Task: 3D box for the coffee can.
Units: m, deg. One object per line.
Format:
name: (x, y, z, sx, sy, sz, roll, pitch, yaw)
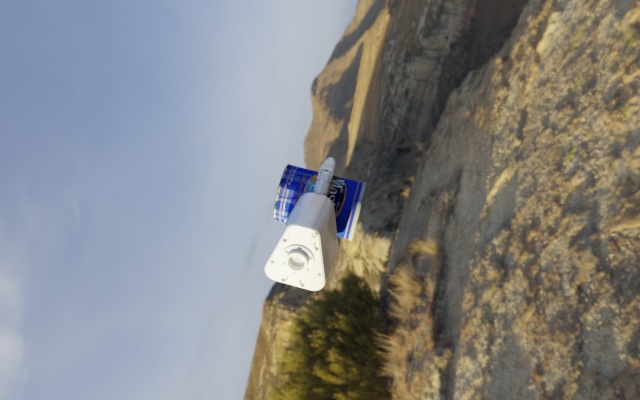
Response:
coffee can: (0.000, 0.003, 0.828, 0.140, 0.103, 0.103, 14, 1, 5)
